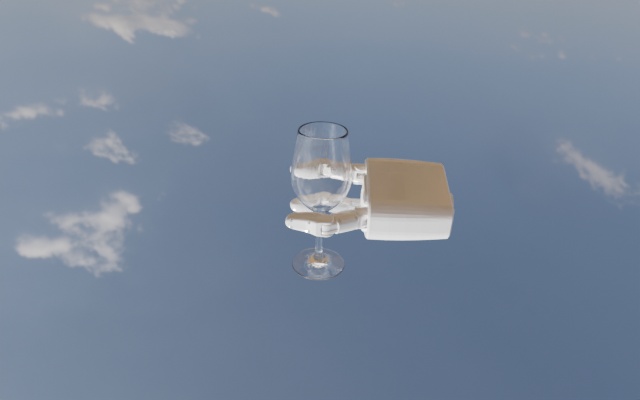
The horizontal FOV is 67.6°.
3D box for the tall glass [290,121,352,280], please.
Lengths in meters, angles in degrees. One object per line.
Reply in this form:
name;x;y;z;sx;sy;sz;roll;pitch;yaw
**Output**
tall glass;0.000;0.003;0.624;0.079;0.201;0.079;1;29;-1
